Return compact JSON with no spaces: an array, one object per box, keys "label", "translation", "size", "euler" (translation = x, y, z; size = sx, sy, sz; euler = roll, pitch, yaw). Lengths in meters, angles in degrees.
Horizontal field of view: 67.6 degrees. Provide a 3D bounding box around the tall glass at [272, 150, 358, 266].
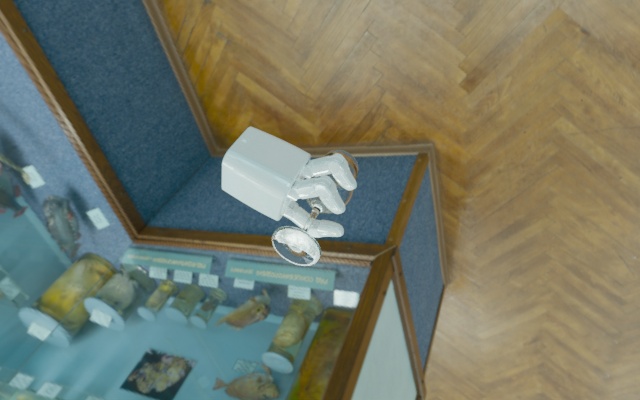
[{"label":"tall glass","translation":[0.000,0.003,0.729],"size":[0.079,0.079,0.201],"euler":[0,38,27]}]
